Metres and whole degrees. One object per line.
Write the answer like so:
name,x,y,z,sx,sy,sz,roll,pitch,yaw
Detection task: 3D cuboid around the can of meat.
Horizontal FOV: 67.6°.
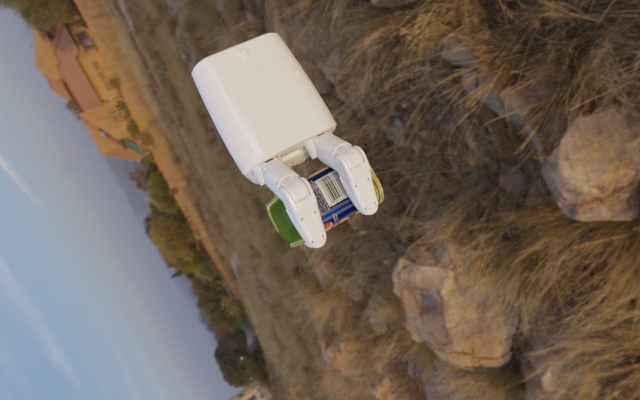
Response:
can of meat,0.000,0.002,0.464,0.084,0.057,0.102,-29,-1,-19
